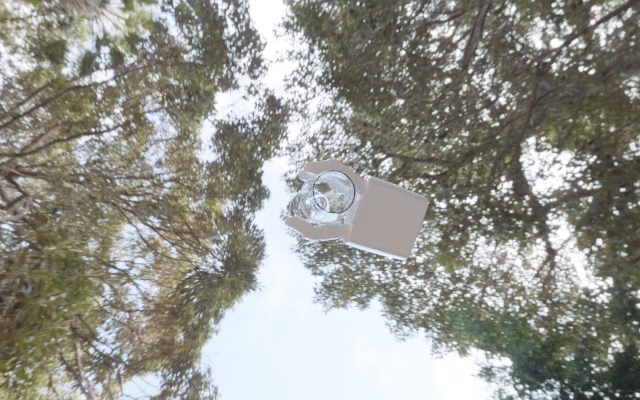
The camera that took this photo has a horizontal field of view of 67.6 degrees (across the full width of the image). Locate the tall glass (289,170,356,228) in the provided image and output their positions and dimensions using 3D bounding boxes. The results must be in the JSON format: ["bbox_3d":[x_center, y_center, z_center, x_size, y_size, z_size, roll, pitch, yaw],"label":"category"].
[{"bbox_3d":[0.000,0.003,0.759,0.079,0.079,0.201,0,-8,-11],"label":"tall glass"}]
